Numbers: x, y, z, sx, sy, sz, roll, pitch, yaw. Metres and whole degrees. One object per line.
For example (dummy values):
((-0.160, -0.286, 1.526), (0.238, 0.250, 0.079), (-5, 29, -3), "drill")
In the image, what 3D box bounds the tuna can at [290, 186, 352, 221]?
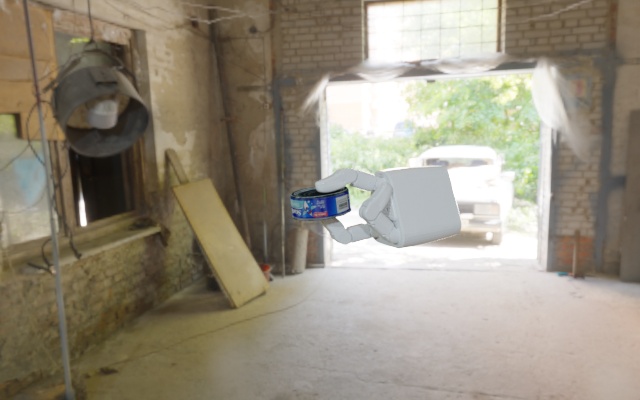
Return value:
((0.000, 0.002, 0.682), (0.086, 0.034, 0.086), (-7, 11, 1), "tuna can")
